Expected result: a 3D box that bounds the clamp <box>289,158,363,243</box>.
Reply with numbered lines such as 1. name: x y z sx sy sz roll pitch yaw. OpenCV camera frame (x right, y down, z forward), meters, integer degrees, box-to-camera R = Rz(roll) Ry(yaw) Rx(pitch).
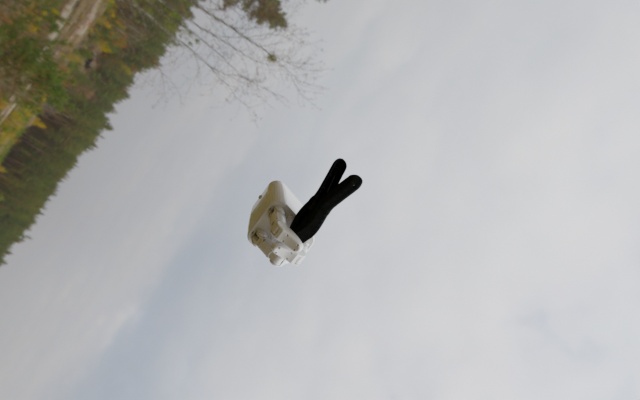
1. clamp: 0.000 0.003 0.794 0.039 0.171 0.120 40 16 -15
